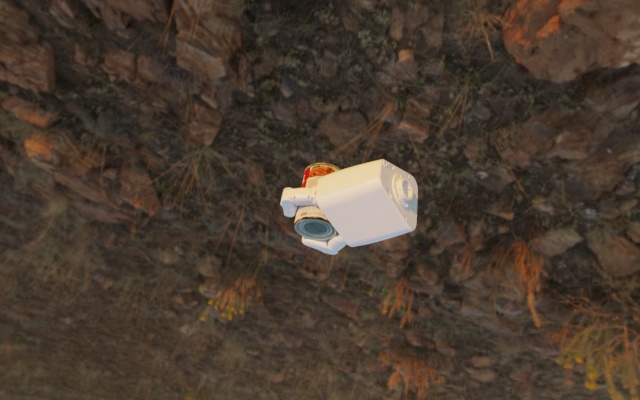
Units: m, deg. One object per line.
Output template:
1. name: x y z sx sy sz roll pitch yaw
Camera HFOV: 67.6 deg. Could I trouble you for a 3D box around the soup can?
1. soup can: 0.000 0.003 0.741 0.068 0.102 0.068 7 -32 4
